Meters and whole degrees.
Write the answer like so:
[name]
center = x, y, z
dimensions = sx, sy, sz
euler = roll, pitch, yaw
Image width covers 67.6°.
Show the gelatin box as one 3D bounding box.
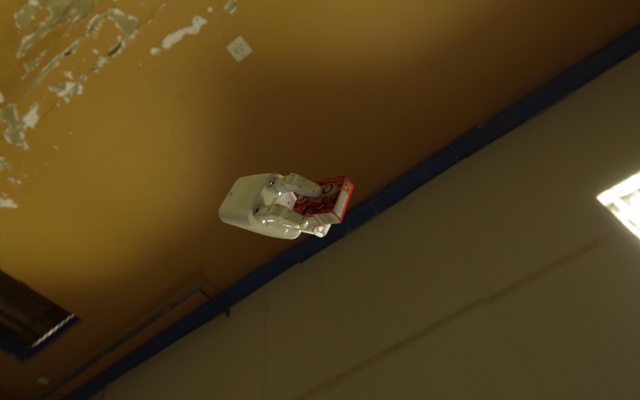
[gelatin box]
center = 0.001, 0.003, 0.736
dimensions = 0.089, 0.073, 0.030
euler = -9, -45, 38
